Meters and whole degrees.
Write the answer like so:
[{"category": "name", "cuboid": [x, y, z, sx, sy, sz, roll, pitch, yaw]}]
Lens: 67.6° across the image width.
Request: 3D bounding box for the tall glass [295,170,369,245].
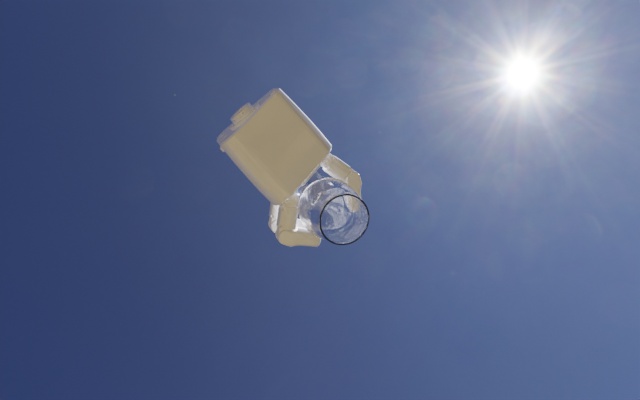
[{"category": "tall glass", "cuboid": [0.000, 0.002, 0.645, 0.079, 0.079, 0.201, 0, 12, -17]}]
